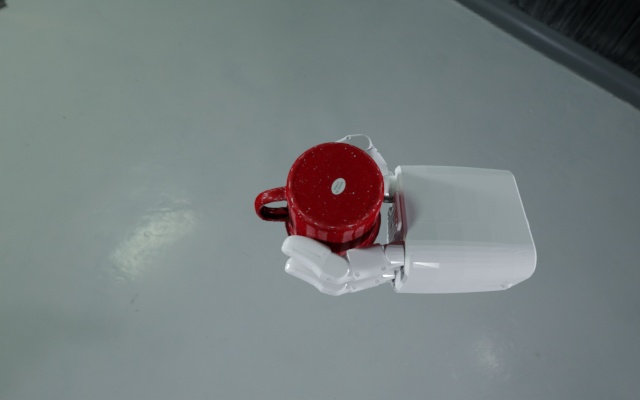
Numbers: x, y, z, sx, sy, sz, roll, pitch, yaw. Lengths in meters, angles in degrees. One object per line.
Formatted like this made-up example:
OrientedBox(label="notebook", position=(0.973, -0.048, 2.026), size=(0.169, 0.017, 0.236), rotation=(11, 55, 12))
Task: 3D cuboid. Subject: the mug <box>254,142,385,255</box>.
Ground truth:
OrientedBox(label="mug", position=(-0.001, 0.001, 0.422), size=(0.117, 0.093, 0.081), rotation=(0, -22, -1))
